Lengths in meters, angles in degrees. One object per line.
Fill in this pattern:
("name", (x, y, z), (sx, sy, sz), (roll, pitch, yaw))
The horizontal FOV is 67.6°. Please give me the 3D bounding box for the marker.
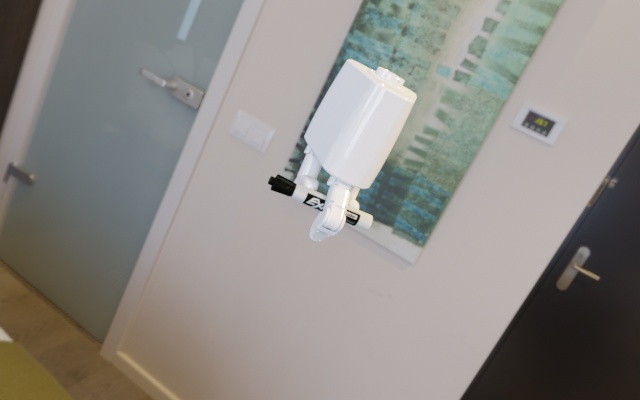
("marker", (0.000, 0.002, 0.516), (0.121, 0.020, 0.020), (24, -6, -13))
